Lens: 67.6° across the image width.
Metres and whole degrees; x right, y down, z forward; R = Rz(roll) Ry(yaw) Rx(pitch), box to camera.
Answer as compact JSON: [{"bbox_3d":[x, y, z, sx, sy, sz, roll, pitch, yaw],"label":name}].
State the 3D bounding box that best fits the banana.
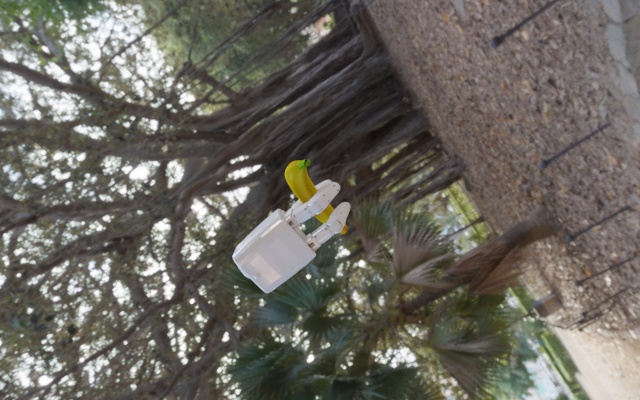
[{"bbox_3d":[-0.013,-0.007,0.813,0.069,0.037,0.198,33,-16,41],"label":"banana"}]
